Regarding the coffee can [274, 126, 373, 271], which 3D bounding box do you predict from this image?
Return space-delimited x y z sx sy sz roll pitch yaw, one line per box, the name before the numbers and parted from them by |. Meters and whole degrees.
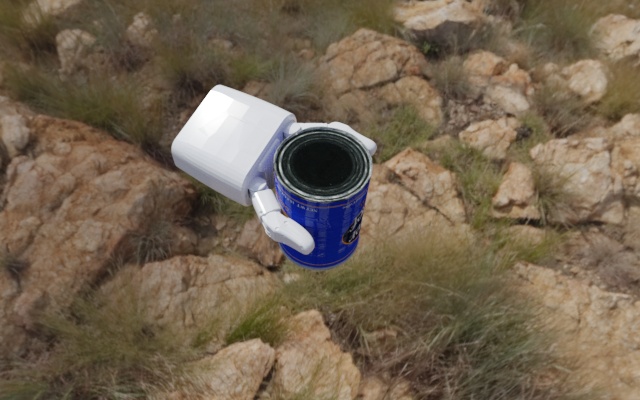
coffee can | 0.000 0.002 0.543 0.103 0.102 0.140 0 -36 -3
